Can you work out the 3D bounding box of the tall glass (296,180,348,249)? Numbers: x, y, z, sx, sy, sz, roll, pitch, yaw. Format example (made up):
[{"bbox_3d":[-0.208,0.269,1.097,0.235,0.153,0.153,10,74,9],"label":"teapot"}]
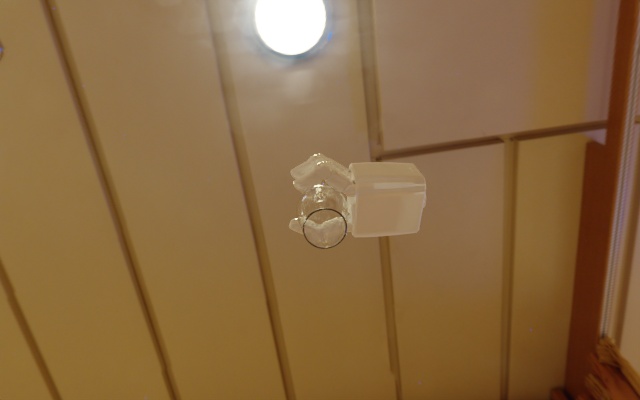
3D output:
[{"bbox_3d":[0.000,0.002,0.750,0.079,0.079,0.201,0,22,-4],"label":"tall glass"}]
